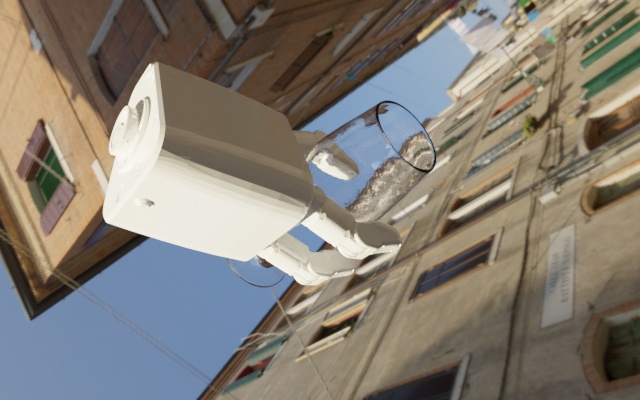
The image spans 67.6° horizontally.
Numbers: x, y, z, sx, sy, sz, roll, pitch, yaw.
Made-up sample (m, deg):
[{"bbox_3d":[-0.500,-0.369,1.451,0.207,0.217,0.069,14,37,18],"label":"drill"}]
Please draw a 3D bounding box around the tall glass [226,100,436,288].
[{"bbox_3d":[0.000,0.002,0.402,0.079,0.079,0.201,0,-29,-46],"label":"tall glass"}]
